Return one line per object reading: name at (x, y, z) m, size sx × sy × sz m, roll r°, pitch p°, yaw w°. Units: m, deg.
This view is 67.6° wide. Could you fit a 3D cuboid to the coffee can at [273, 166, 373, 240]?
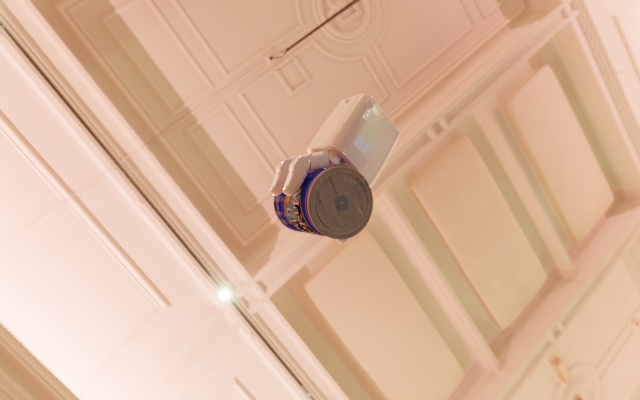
coffee can at (0.000, 0.003, 0.727) m, size 0.103 × 0.103 × 0.140 m, roll 0°, pitch 1°, yaw -26°
